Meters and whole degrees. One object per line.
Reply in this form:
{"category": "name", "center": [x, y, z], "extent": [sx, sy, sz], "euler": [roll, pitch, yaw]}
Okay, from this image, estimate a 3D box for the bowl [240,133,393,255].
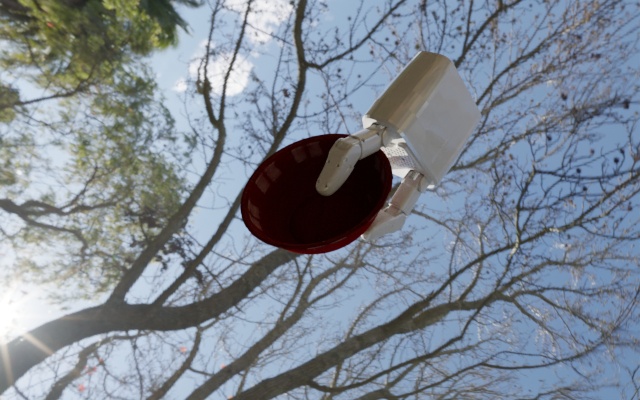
{"category": "bowl", "center": [-0.001, 0.003, 0.507], "extent": [0.162, 0.162, 0.055], "euler": [0, -42, 20]}
